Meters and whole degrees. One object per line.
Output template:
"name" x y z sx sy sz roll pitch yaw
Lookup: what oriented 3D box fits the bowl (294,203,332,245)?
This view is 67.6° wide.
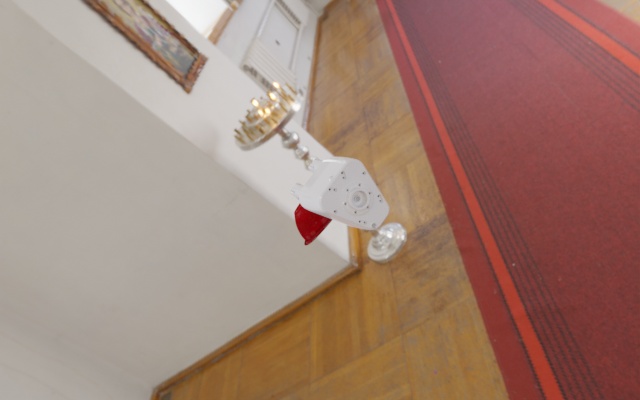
"bowl" -0.001 0.003 0.882 0.055 0.162 0.162 37 -4 -5
